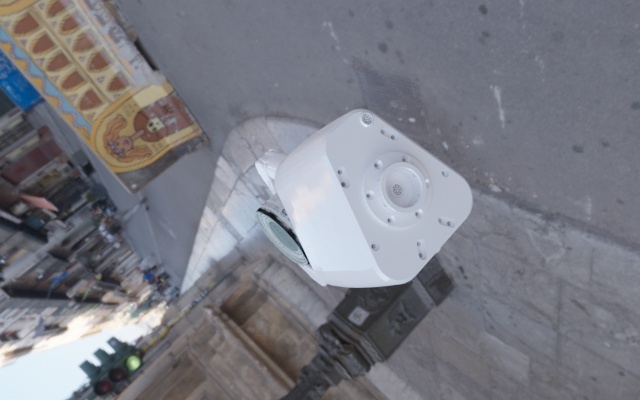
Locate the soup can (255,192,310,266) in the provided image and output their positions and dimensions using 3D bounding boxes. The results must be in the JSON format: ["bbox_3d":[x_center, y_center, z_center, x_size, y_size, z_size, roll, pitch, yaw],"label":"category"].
[{"bbox_3d":[0.000,0.002,0.433,0.102,0.068,0.068,-43,18,-20],"label":"soup can"}]
